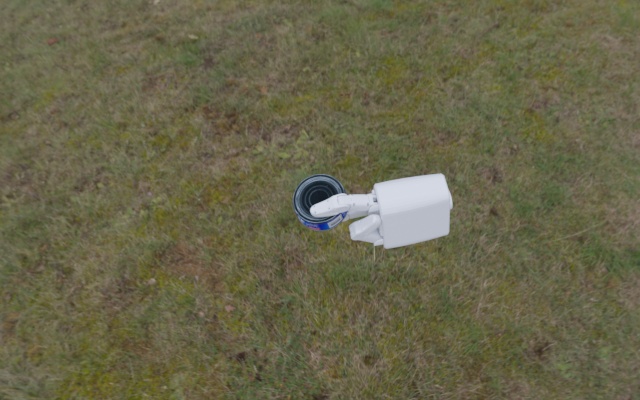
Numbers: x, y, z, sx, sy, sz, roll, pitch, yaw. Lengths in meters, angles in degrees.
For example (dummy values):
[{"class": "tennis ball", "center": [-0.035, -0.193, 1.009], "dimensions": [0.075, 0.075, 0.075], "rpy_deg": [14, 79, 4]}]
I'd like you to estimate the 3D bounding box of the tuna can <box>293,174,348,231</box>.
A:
[{"class": "tuna can", "center": [0.000, 0.002, 0.750], "dimensions": [0.086, 0.086, 0.034], "rpy_deg": [0, -23, 11]}]
